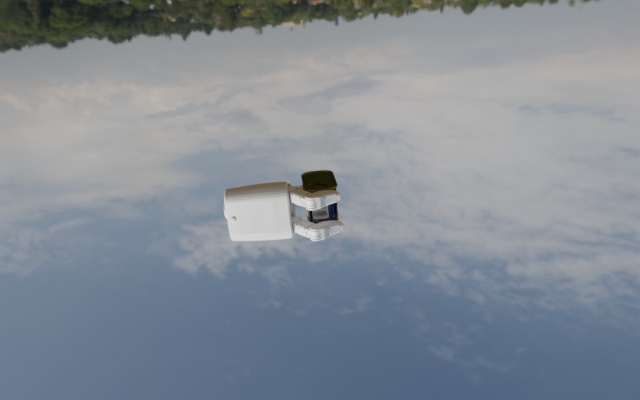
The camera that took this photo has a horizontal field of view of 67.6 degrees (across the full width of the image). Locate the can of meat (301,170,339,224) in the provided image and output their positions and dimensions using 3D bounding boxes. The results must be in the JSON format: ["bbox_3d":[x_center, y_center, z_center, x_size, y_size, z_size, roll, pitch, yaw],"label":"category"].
[{"bbox_3d":[0.000,0.003,0.829,0.057,0.084,0.102,-6,21,-3],"label":"can of meat"}]
